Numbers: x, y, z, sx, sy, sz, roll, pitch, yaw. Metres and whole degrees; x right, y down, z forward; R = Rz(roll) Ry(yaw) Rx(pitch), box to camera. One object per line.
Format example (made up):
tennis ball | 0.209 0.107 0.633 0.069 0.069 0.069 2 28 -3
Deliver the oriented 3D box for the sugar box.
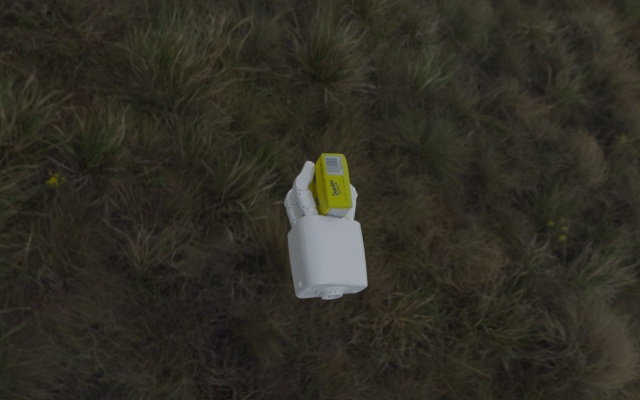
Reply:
sugar box | 0.000 0.003 0.800 0.048 0.093 0.176 2 -25 -20
